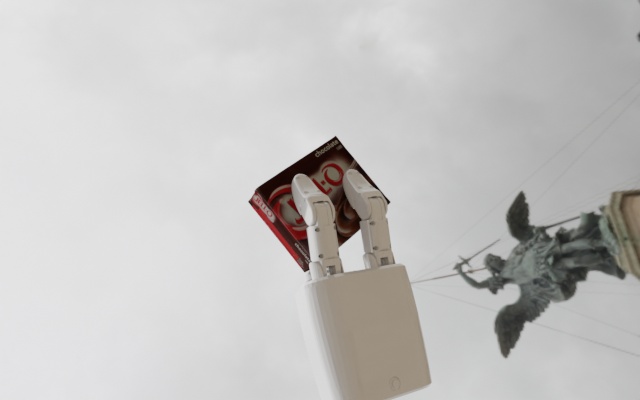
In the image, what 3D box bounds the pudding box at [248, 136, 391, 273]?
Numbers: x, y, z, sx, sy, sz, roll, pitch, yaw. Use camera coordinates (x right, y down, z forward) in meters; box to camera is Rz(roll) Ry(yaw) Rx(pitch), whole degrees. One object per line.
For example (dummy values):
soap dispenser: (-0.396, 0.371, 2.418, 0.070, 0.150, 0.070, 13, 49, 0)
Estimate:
pudding box: (0.000, 0.002, 0.469, 0.113, 0.090, 0.039, -37, -3, -34)
